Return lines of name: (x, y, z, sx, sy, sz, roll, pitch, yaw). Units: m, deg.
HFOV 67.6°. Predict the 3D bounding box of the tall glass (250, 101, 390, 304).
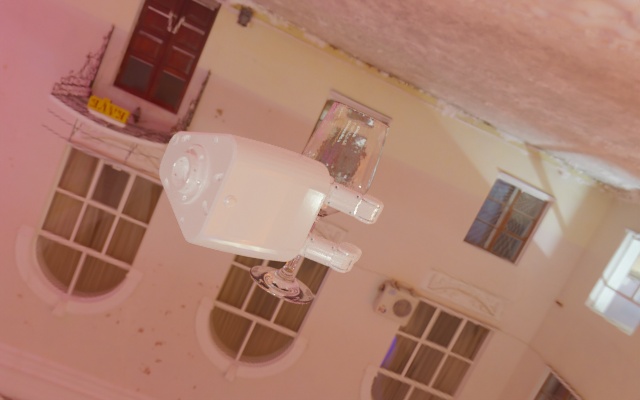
tall glass: (0.000, 0.002, 0.496, 0.079, 0.201, 0.079, 25, 9, -4)
